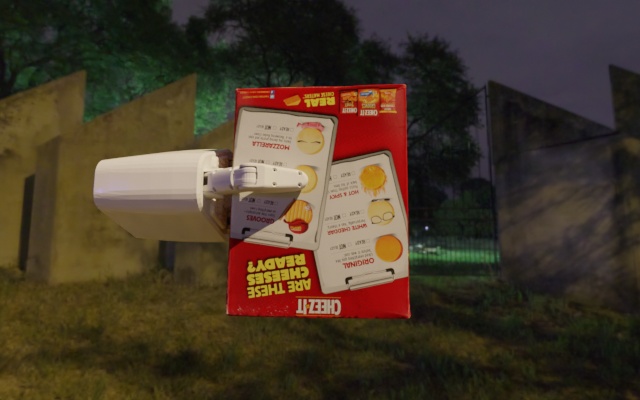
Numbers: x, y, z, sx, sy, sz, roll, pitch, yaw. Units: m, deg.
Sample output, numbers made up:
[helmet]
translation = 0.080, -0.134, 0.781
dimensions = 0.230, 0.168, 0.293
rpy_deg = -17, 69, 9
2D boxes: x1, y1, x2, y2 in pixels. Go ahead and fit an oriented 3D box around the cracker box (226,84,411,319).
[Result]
[cracker box]
translation = 0.000, 0.001, 0.461
dimensions = 0.164, 0.213, 0.072
rpy_deg = 0, -8, 6
